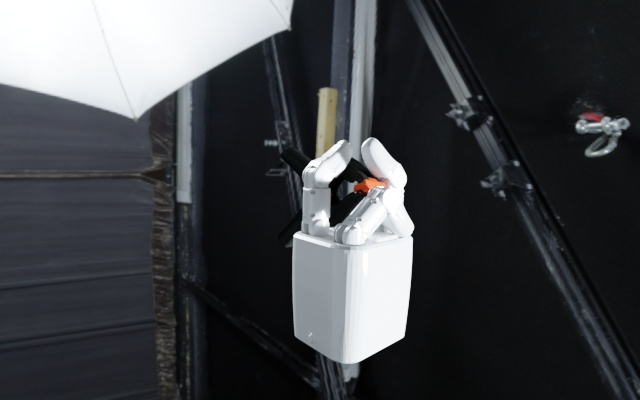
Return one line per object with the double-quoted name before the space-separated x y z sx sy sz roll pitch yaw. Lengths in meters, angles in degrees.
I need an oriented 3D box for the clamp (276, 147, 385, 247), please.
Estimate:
"clamp" 0.001 0.002 0.528 0.039 0.120 0.171 -1 6 -34
